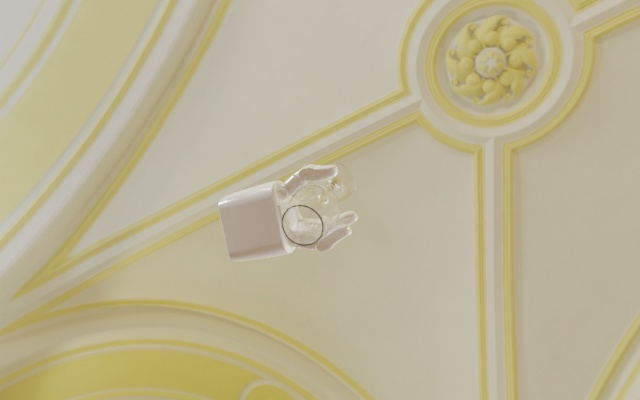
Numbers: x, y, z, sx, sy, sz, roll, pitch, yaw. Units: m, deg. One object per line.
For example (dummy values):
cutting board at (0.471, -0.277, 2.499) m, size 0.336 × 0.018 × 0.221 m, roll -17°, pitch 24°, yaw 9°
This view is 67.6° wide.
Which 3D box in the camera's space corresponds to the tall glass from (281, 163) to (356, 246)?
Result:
tall glass at (0.000, 0.002, 0.753) m, size 0.079 × 0.079 × 0.201 m, roll 0°, pitch 19°, yaw 16°
